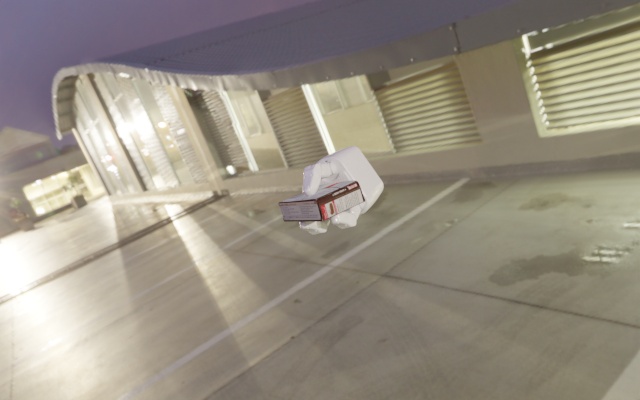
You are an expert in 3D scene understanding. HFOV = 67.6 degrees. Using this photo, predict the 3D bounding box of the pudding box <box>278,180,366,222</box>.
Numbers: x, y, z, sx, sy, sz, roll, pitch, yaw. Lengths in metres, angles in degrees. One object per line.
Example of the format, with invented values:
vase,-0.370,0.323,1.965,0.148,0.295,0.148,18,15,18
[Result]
pudding box,0.000,0.002,0.758,0.090,0.039,0.113,-25,10,-33
